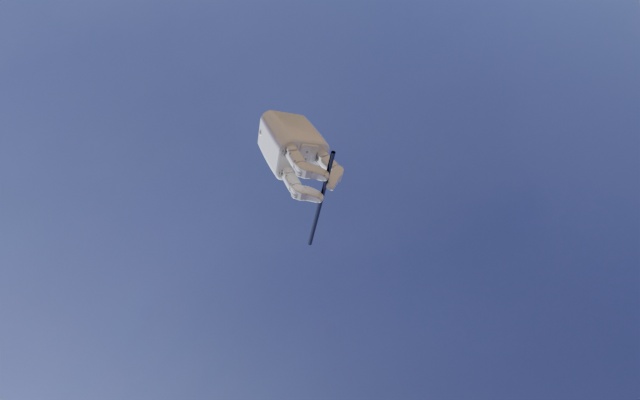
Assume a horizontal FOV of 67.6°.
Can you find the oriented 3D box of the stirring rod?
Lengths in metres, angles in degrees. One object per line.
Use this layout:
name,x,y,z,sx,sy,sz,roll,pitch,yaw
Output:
stirring rod,0.000,0.003,0.899,0.011,0.240,0.011,8,43,-7
